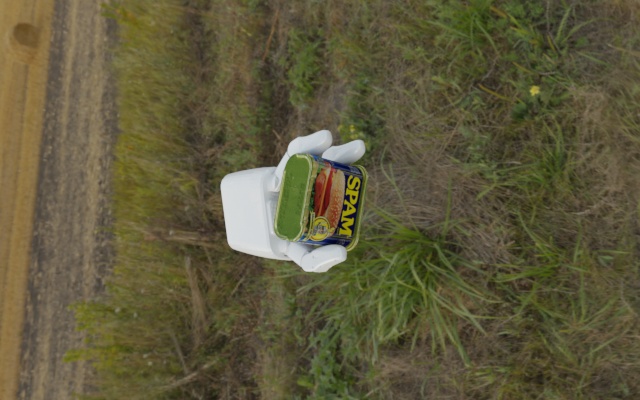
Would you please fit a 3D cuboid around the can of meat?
[{"bbox_3d":[0.000,0.002,0.540,0.084,0.102,0.057,11,-2,-40],"label":"can of meat"}]
